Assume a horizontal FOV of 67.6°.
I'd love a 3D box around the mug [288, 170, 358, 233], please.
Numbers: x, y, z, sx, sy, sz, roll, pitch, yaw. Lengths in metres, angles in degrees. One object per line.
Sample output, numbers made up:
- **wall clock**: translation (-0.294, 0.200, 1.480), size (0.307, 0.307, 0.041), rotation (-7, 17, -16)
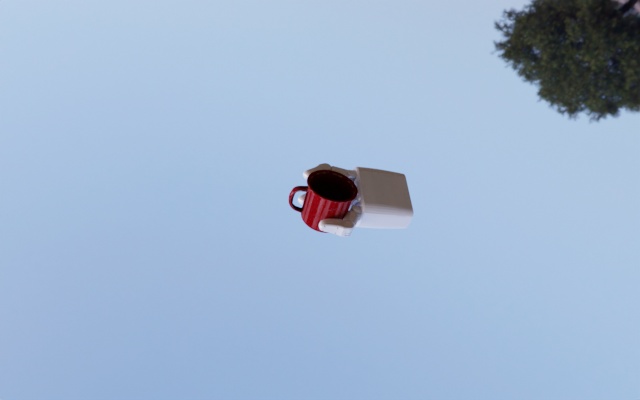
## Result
- **mug**: translation (-0.001, 0.003, 0.858), size (0.117, 0.082, 0.093), rotation (6, 38, -16)
